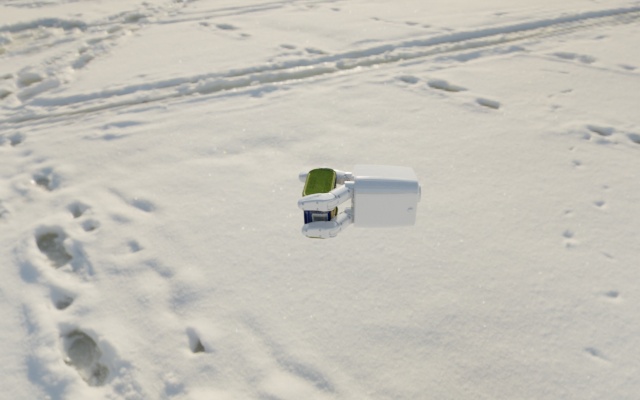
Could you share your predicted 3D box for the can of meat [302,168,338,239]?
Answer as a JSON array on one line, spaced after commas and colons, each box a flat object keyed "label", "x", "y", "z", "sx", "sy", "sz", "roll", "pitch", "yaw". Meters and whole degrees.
[{"label": "can of meat", "x": 0.000, "y": 0.002, "z": 0.836, "sx": 0.057, "sy": 0.084, "sz": 0.102, "roll": 3, "pitch": 37, "yaw": 6}]
